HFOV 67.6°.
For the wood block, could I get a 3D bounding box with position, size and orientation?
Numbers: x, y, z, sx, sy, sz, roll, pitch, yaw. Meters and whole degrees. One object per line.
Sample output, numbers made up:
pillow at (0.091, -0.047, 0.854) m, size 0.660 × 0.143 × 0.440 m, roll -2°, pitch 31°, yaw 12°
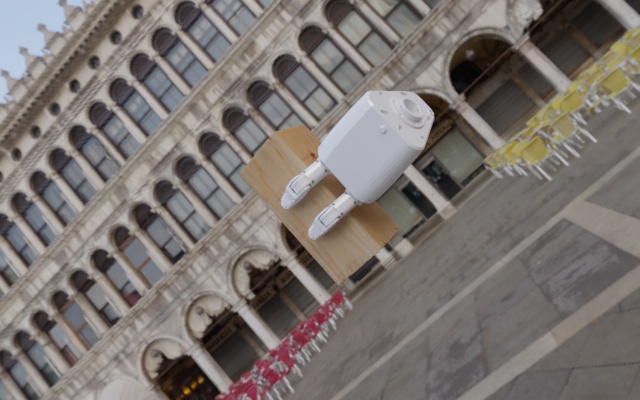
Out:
wood block at (0.000, 0.002, 0.671) m, size 0.090 × 0.206 × 0.091 m, roll -46°, pitch -7°, yaw 30°
